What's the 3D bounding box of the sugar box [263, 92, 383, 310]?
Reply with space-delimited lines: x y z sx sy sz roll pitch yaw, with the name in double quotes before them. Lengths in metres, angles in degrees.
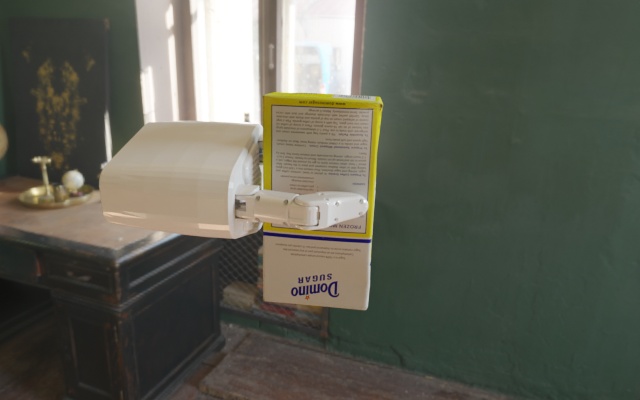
"sugar box" 0.000 0.001 0.402 0.093 0.176 0.048 5 19 6
